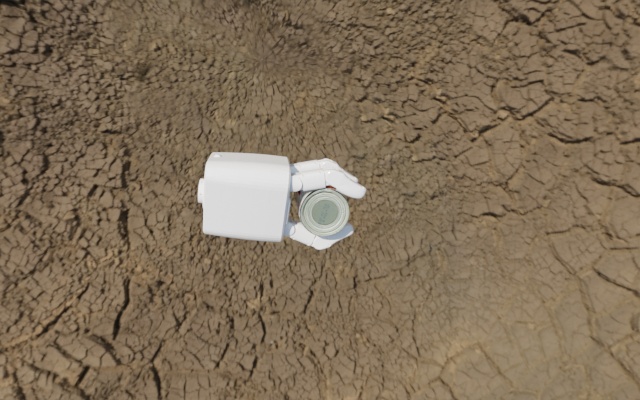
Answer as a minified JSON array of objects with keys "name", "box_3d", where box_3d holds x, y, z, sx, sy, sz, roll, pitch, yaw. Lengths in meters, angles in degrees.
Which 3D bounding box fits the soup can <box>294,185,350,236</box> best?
[{"name":"soup can","box_3d":[0.001,0.002,0.668,0.068,0.068,0.102,0,16,-7]}]
